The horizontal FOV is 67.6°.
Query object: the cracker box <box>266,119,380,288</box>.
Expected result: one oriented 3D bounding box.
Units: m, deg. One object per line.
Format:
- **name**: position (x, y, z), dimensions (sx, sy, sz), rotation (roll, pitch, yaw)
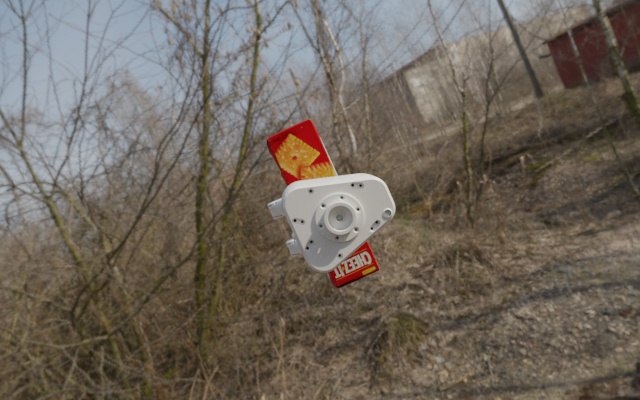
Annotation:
- **cracker box**: position (0.000, 0.002, 0.682), dimensions (0.072, 0.214, 0.164), rotation (-24, 3, 0)
